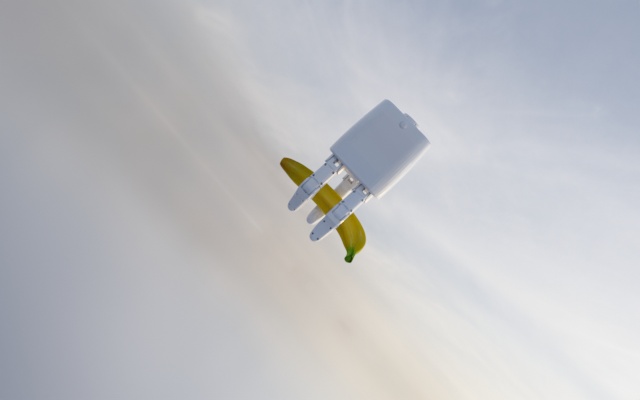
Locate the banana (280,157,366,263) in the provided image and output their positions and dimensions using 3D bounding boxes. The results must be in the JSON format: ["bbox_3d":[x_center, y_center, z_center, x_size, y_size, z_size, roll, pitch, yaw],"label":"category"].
[{"bbox_3d":[0.012,0.008,0.700,0.037,0.197,0.069,-46,-29,17],"label":"banana"}]
